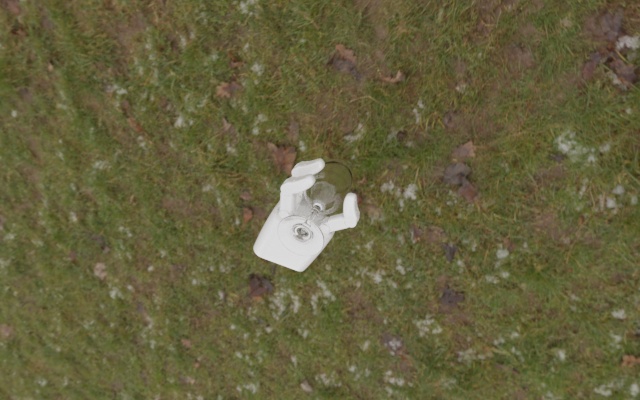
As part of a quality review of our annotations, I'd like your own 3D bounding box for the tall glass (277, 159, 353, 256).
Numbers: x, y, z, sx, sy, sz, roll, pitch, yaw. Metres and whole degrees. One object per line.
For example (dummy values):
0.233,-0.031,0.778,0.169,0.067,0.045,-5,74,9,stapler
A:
0.000,0.003,0.792,0.079,0.079,0.201,0,31,21,tall glass
